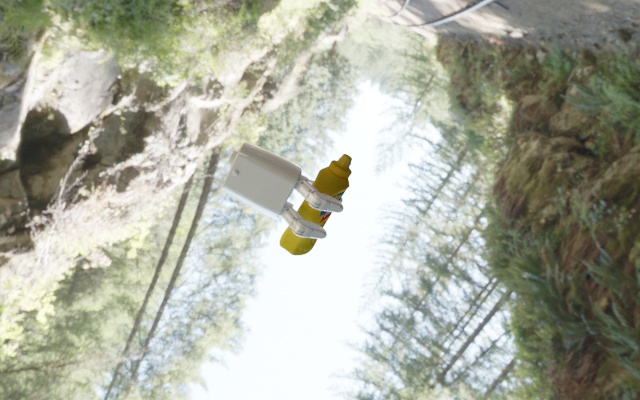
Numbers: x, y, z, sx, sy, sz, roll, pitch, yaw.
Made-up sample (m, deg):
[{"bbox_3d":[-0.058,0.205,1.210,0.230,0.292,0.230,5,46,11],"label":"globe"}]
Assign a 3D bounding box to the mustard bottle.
[{"bbox_3d":[0.000,0.003,0.826,0.058,0.192,0.096,35,21,14],"label":"mustard bottle"}]
